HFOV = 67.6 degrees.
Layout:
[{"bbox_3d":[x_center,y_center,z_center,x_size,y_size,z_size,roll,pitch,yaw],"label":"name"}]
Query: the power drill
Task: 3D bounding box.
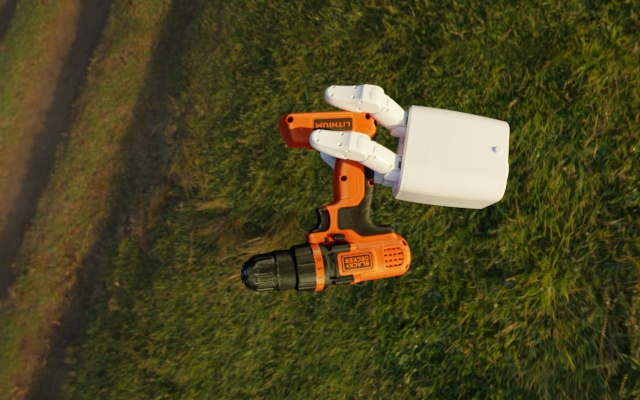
[{"bbox_3d":[0.000,0.001,0.516,0.184,0.187,0.057,-5,0,-15],"label":"power drill"}]
